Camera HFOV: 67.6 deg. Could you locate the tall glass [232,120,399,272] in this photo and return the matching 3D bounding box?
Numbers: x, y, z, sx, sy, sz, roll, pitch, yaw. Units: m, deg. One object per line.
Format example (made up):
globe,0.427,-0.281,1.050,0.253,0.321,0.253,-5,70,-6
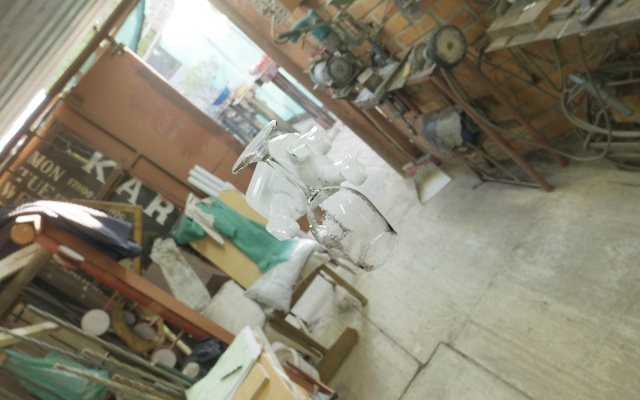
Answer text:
tall glass,0.000,0.001,0.549,0.201,0.079,0.079,40,-15,-19
